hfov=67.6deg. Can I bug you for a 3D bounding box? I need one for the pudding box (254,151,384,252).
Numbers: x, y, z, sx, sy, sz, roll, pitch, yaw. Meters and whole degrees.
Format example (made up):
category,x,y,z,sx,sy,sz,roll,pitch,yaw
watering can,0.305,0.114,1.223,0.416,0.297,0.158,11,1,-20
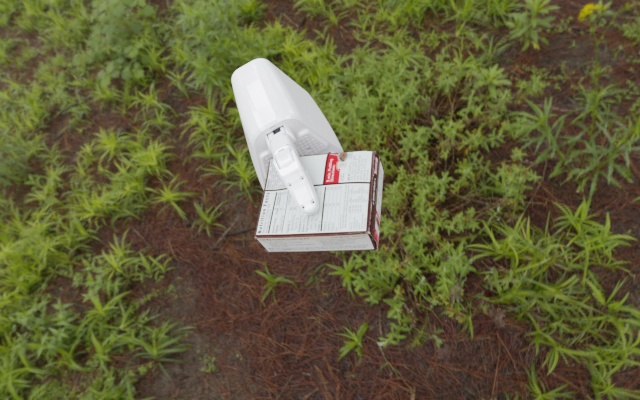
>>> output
category,x,y,z,sx,sy,sz,roll,pitch,yaw
pudding box,0.000,0.001,0.452,0.113,0.090,0.039,-4,-30,20
